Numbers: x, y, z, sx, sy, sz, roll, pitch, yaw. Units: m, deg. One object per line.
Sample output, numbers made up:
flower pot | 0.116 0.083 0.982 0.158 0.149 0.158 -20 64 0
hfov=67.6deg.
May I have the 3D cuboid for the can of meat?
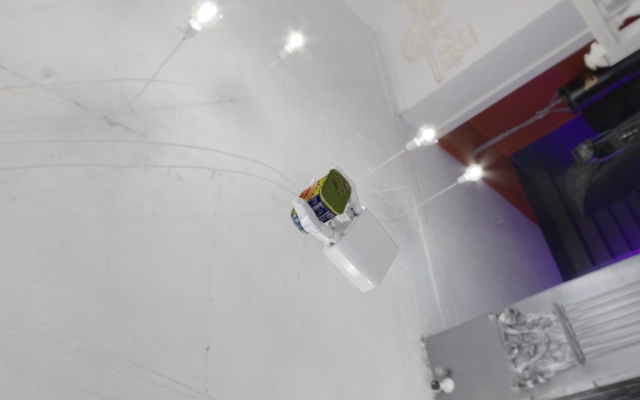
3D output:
can of meat | 0.000 0.003 0.844 0.084 0.057 0.102 -35 17 32
